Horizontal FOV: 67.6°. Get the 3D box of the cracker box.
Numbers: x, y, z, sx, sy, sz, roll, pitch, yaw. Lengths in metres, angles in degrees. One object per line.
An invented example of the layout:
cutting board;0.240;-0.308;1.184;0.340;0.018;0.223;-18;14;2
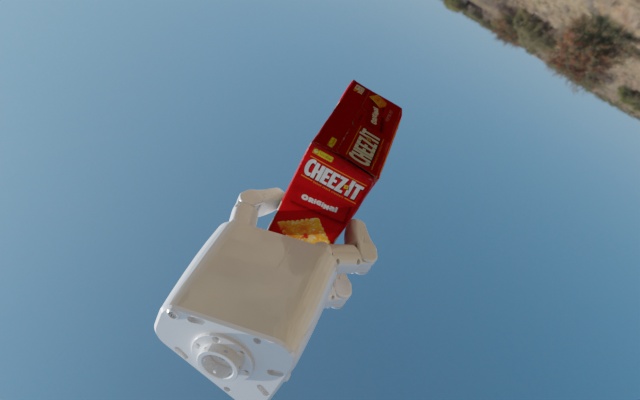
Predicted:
cracker box;0.000;0.002;0.509;0.072;0.214;0.164;29;36;-2
